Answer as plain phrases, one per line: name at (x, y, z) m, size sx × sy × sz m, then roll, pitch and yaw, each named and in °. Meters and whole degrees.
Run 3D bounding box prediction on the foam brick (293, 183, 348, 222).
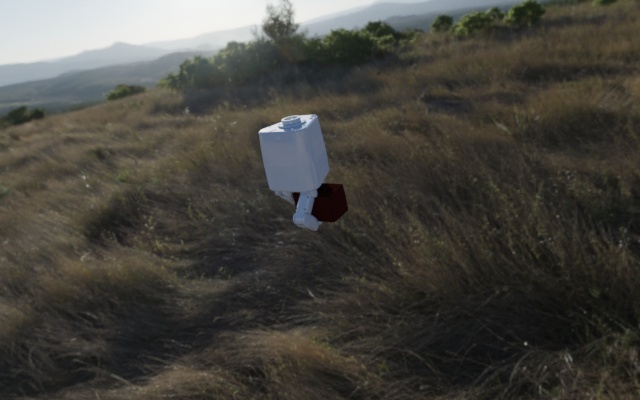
foam brick at (0.000, 0.003, 0.842) m, size 0.078 × 0.051 × 0.053 m, roll 3°, pitch 26°, yaw 31°
